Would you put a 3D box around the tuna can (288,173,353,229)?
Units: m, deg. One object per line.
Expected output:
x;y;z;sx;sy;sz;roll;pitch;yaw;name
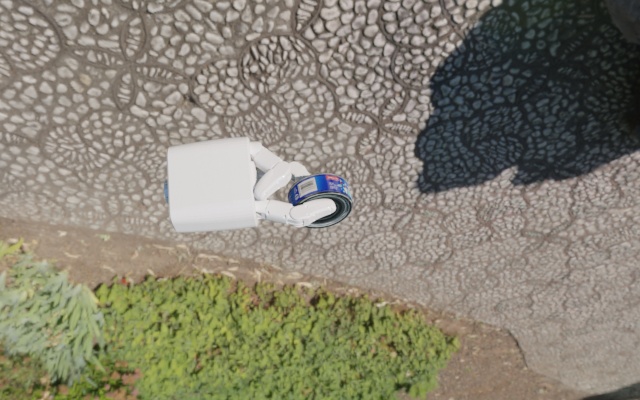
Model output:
0.000;0.003;0.647;0.086;0.033;0.086;-8;-35;-6;tuna can
